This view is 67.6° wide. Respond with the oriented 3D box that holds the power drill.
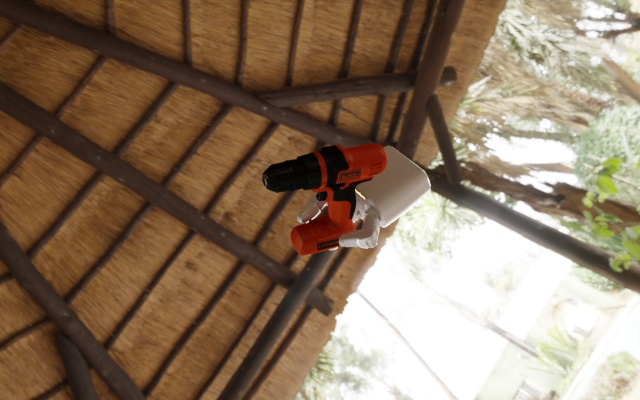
[{"bbox_3d":[0.000,0.003,0.714,0.184,0.057,0.188,-11,-39,-19],"label":"power drill"}]
